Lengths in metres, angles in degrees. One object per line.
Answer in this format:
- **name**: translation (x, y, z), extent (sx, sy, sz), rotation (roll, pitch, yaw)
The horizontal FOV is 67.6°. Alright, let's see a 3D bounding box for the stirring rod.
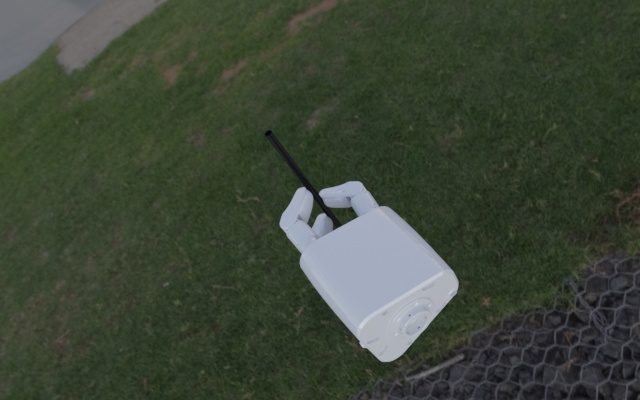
- **stirring rod**: translation (0.000, 0.002, 0.555), extent (0.011, 0.011, 0.240), rotation (0, -35, 31)
